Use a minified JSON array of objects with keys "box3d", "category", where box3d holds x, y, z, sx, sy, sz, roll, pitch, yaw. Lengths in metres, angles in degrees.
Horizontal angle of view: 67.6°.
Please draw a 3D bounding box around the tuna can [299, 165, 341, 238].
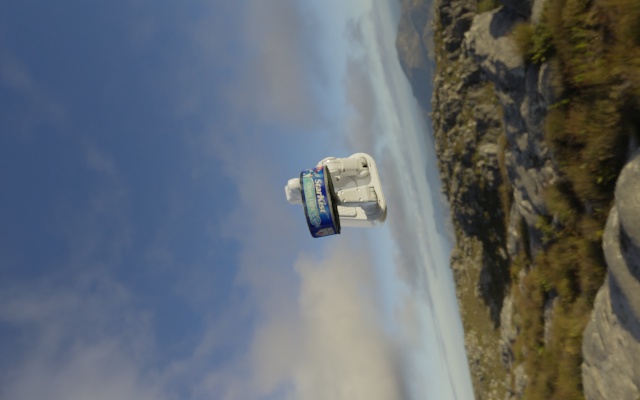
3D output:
[{"box3d":[0.000,0.002,0.580,0.034,0.086,0.086,-11,-1,6],"category":"tuna can"}]
